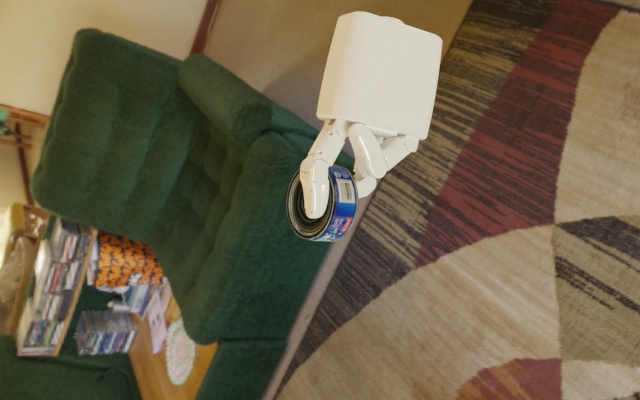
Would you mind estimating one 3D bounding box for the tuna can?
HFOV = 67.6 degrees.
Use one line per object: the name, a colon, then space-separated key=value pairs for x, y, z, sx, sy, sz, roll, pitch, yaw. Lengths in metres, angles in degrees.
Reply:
tuna can: x=0.000 y=0.002 z=0.517 sx=0.034 sy=0.086 sz=0.086 roll=5 pitch=-3 yaw=-39
